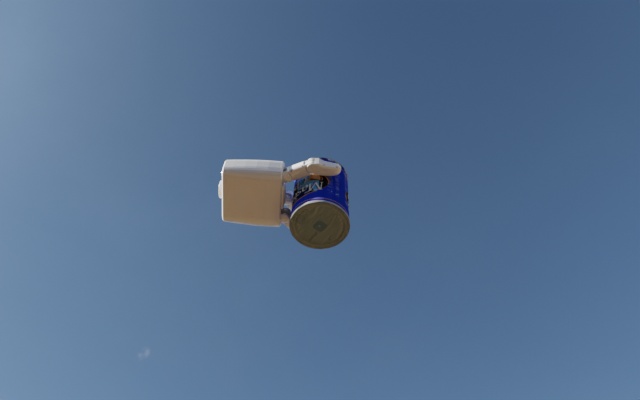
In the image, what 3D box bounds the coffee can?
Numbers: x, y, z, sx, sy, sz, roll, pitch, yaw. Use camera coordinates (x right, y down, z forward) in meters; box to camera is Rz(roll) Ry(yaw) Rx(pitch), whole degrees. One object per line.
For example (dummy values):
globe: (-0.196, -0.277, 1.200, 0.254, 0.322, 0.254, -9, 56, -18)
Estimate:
coffee can: (0.000, 0.003, 0.857, 0.103, 0.103, 0.140, 0, 36, 2)
